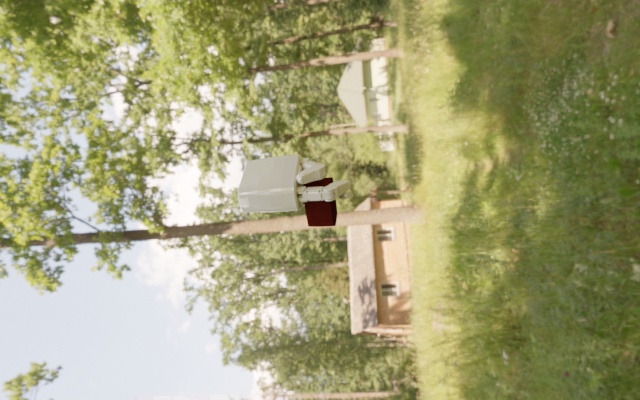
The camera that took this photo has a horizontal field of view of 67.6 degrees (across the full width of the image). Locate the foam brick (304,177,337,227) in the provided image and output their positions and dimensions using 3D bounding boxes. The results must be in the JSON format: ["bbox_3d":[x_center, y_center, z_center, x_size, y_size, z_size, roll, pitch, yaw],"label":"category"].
[{"bbox_3d":[0.000,0.003,0.877,0.051,0.078,0.053,-5,24,9],"label":"foam brick"}]
